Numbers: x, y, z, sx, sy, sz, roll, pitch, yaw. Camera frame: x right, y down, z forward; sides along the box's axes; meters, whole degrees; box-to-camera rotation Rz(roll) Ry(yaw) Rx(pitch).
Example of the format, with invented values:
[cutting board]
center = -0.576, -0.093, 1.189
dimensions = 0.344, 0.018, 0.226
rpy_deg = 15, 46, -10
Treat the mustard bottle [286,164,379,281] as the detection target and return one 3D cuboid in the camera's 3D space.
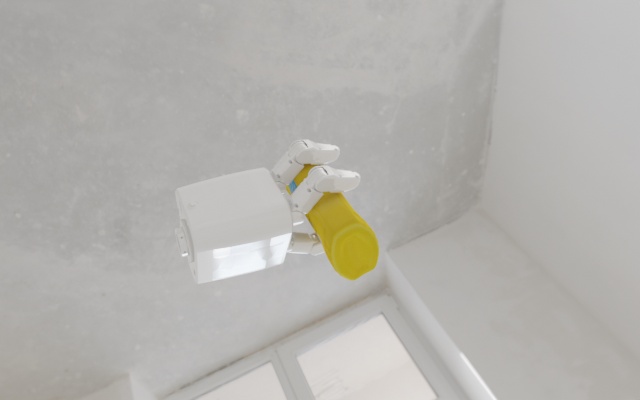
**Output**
[mustard bottle]
center = 0.001, 0.002, 0.580
dimensions = 0.058, 0.096, 0.191
rpy_deg = -31, 47, -4
